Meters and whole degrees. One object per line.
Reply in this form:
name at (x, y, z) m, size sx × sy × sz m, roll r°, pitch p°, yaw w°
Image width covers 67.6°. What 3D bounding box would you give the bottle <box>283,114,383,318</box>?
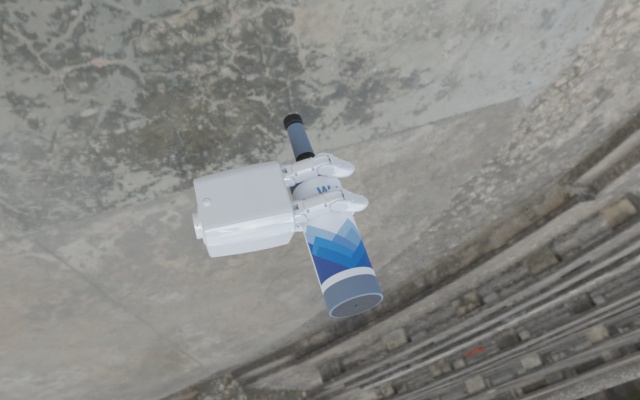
bottle at (0.000, 0.002, 0.627) m, size 0.069 × 0.295 × 0.069 m, roll -14°, pitch -30°, yaw -8°
